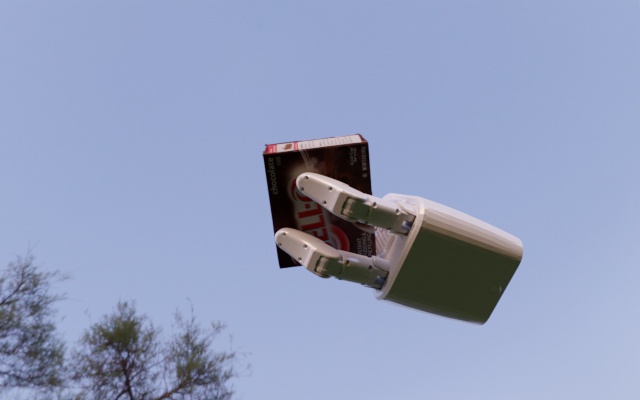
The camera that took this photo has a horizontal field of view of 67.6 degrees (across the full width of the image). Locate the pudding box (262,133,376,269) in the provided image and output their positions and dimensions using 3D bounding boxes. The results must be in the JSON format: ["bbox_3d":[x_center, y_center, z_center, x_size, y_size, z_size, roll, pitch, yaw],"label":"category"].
[{"bbox_3d":[0.000,0.001,0.429,0.090,0.113,0.039,-7,20,-2],"label":"pudding box"}]
